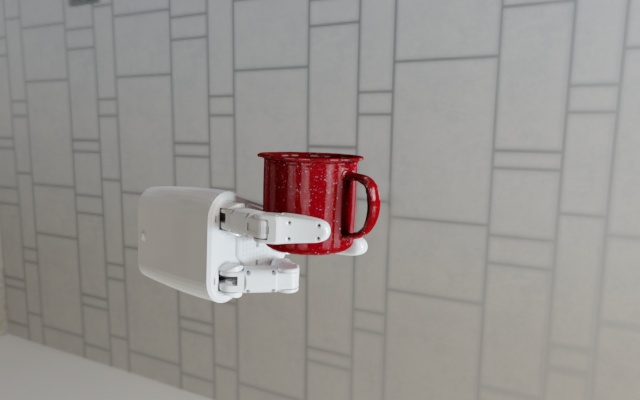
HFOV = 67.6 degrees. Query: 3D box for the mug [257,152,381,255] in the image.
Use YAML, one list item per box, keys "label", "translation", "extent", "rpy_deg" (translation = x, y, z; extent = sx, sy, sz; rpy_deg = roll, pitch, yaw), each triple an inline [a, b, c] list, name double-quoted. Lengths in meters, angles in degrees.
- label: "mug"
  translation: [0.001, 0.002, 0.416]
  extent: [0.117, 0.081, 0.093]
  rpy_deg: [8, 10, 35]
